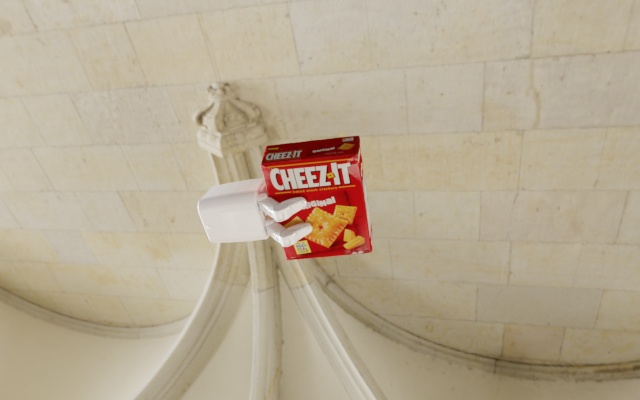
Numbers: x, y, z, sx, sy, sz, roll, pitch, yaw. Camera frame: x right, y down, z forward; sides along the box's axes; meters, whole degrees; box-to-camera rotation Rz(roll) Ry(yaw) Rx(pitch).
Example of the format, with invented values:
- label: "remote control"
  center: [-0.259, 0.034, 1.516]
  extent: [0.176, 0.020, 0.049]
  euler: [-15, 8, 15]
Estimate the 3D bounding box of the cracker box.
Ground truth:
- label: "cracker box"
  center: [0.000, 0.003, 0.842]
  extent: [0.164, 0.214, 0.072]
  euler: [-5, 35, 9]
